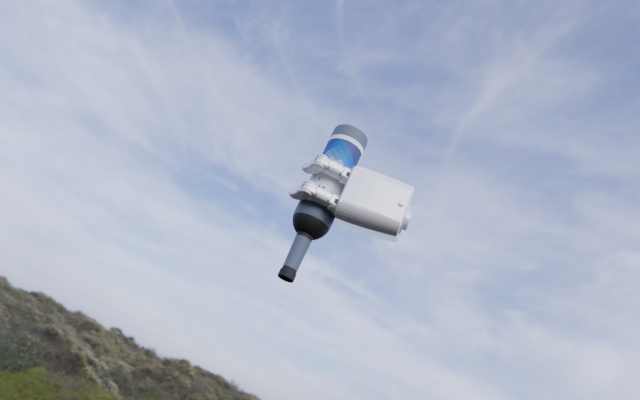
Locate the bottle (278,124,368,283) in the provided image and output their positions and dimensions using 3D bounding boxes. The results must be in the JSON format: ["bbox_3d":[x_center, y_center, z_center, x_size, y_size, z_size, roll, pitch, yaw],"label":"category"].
[{"bbox_3d":[0.000,0.002,0.813,0.069,0.295,0.069,20,-26,10],"label":"bottle"}]
